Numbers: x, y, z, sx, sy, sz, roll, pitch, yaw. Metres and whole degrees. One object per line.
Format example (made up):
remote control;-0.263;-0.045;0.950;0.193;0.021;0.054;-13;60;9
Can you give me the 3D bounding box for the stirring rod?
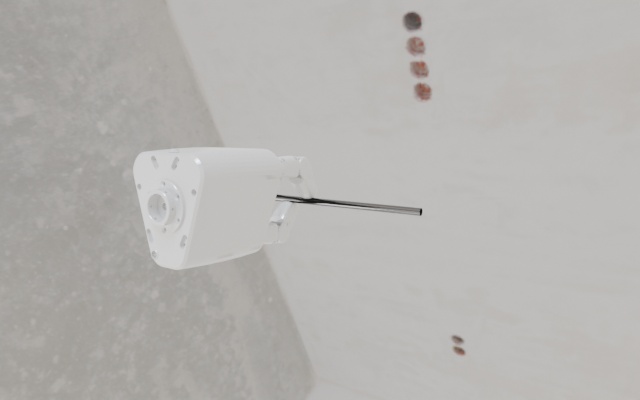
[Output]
stirring rod;0.000;0.002;0.547;0.239;0.011;0.011;6;3;32
